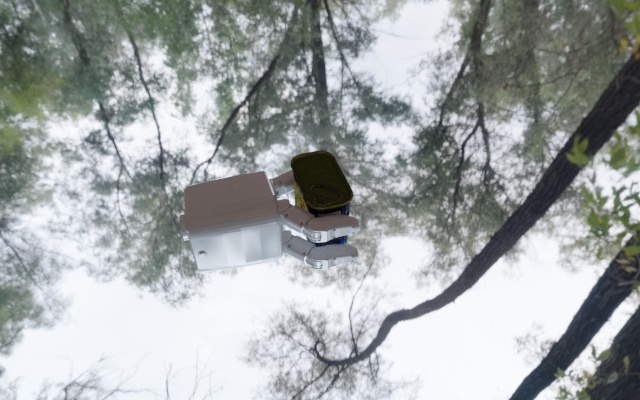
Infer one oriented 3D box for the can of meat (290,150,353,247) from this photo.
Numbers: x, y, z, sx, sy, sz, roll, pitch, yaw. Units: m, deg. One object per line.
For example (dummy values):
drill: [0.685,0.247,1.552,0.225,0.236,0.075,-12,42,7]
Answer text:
can of meat: [0.000,0.002,0.601,0.057,0.084,0.102,-12,46,-13]
